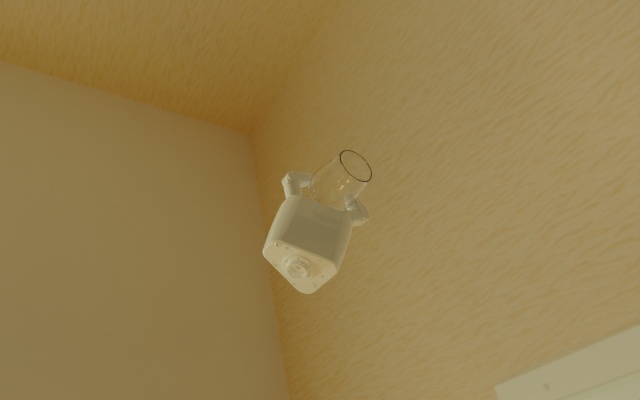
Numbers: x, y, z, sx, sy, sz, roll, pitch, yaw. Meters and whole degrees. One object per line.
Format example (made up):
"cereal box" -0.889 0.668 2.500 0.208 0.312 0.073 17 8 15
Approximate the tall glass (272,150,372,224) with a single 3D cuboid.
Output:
"tall glass" 0.000 0.003 0.792 0.079 0.079 0.201 0 -35 -42
